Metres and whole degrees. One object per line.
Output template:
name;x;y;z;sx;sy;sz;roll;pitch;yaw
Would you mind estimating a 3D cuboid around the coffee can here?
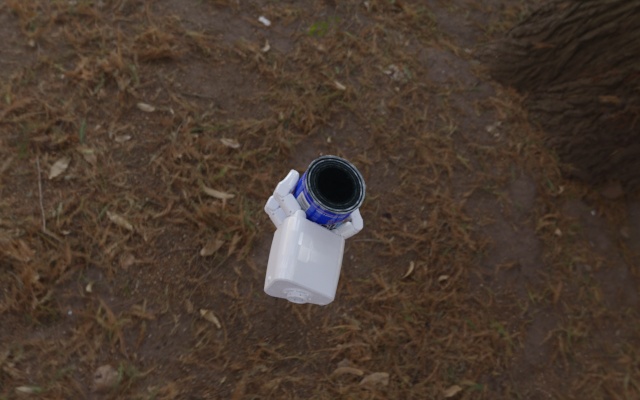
coffee can;0.000;0.003;0.806;0.103;0.102;0.140;0;-24;-23
